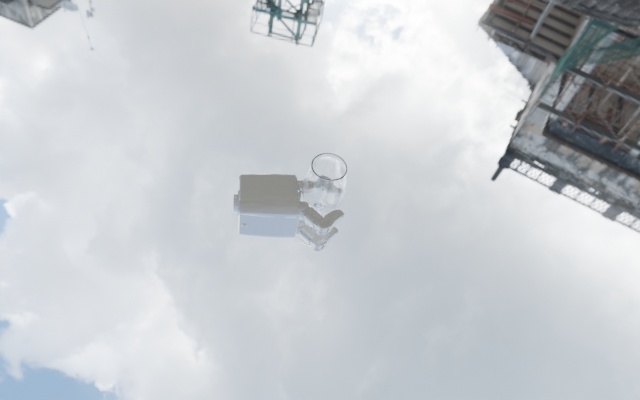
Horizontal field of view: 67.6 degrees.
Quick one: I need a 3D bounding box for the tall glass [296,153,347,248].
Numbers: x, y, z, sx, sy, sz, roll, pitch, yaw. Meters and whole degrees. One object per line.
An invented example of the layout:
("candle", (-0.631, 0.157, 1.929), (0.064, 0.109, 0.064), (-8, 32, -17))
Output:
("tall glass", (0.000, 0.003, 0.877), (0.079, 0.079, 0.201), (0, -37, -11))
